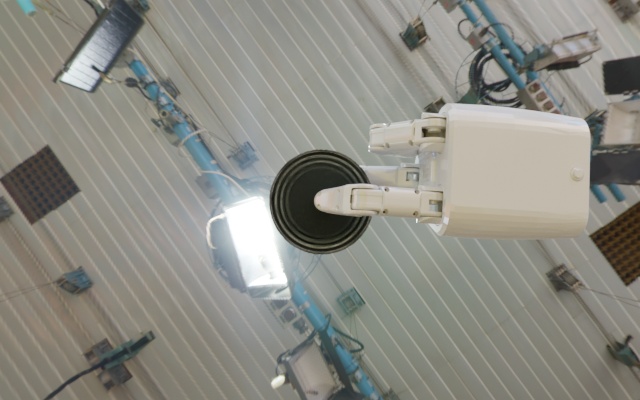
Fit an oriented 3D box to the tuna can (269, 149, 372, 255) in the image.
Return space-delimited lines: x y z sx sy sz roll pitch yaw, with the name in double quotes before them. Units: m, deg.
"tuna can" 0.000 0.001 0.404 0.086 0.086 0.034 0 -1 -5
